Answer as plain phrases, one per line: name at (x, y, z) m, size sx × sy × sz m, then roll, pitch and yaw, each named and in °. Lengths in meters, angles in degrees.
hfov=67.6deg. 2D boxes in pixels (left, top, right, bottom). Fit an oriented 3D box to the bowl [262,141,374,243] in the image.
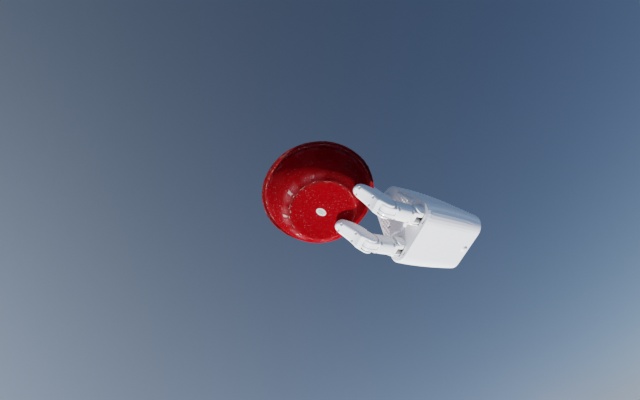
bowl at (-0.001, 0.002, 0.663) m, size 0.162 × 0.162 × 0.055 m, roll 0°, pitch 28°, yaw -7°
